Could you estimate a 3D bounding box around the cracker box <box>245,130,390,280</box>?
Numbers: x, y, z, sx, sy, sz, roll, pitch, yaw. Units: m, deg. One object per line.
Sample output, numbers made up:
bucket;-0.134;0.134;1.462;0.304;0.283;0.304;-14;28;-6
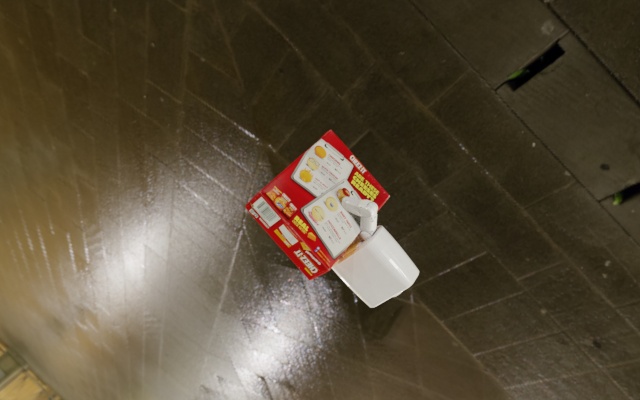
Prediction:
cracker box;0.000;0.003;0.813;0.072;0.164;0.213;-36;7;49
